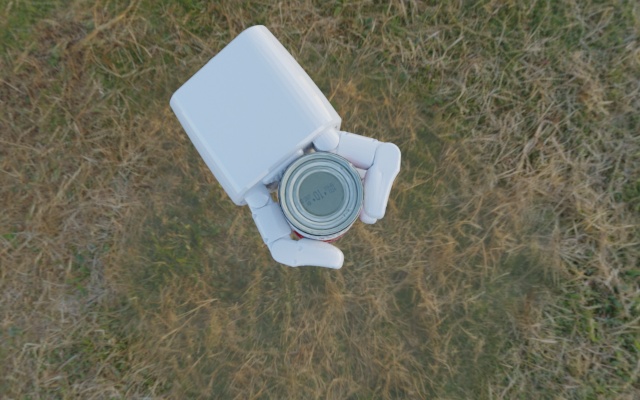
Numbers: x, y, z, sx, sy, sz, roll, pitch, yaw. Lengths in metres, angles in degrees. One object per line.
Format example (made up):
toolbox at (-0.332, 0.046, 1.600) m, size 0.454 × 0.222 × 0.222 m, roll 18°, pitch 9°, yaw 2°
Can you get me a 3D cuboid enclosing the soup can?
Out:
soup can at (0.000, 0.002, 0.412) m, size 0.068 × 0.068 × 0.102 m, roll 0°, pitch -8°, yaw -1°
